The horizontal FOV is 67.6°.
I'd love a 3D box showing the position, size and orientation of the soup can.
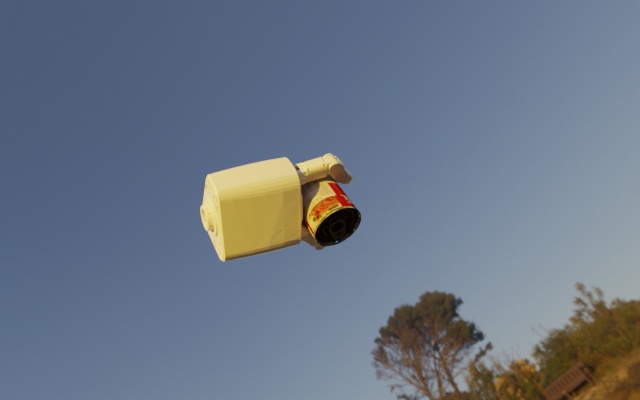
[{"bbox_3d":[0.000,0.002,0.640,0.068,0.068,0.102,0,40,-36],"label":"soup can"}]
